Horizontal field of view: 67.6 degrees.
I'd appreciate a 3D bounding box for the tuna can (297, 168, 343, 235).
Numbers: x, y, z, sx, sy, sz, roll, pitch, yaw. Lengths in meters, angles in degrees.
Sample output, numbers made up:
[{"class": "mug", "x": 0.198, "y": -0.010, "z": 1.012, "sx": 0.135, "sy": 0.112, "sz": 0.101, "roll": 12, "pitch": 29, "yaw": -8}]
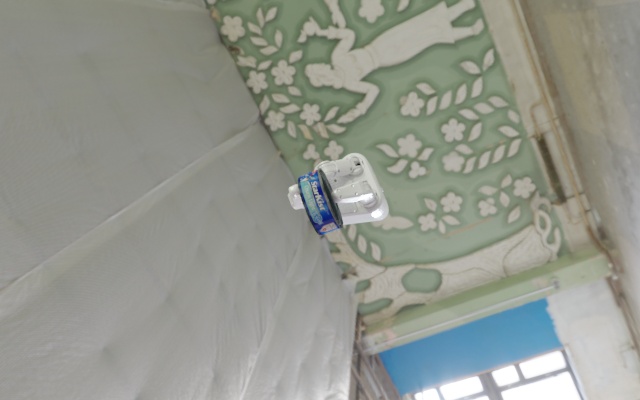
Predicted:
[{"class": "tuna can", "x": 0.000, "y": 0.002, "z": 0.640, "sx": 0.034, "sy": 0.086, "sz": 0.086, "roll": -21, "pitch": -3, "yaw": 8}]
